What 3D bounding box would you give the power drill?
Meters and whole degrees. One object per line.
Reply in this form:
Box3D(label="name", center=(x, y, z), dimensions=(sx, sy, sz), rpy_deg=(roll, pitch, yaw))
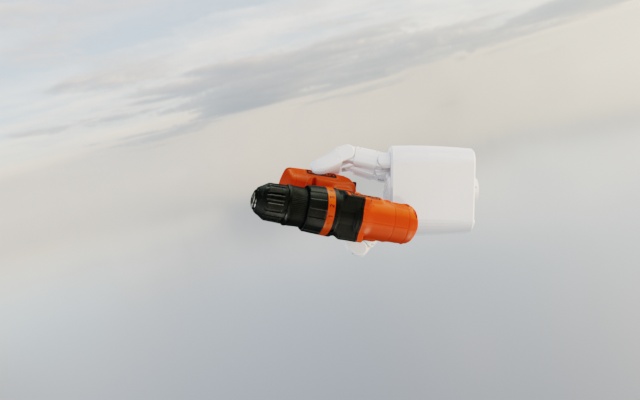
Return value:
Box3D(label="power drill", center=(0.000, 0.002, 0.573), dimensions=(0.184, 0.057, 0.187), rpy_deg=(12, 9, -16))
